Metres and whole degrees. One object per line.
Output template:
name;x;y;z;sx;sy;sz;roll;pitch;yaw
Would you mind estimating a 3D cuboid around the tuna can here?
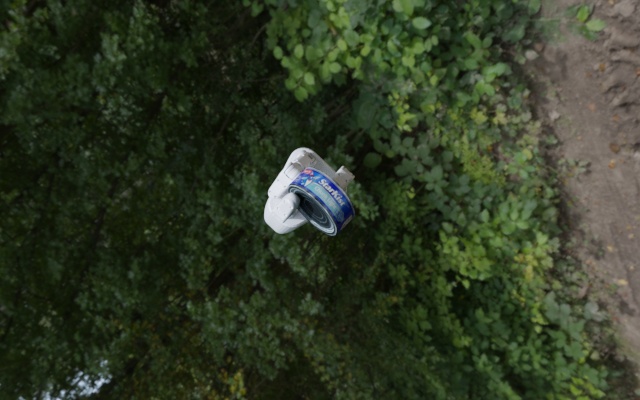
tuna can;0.000;0.002;0.587;0.033;0.086;0.086;-44;17;-19
